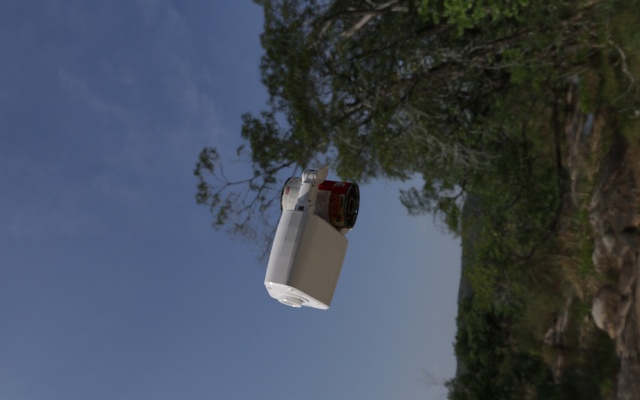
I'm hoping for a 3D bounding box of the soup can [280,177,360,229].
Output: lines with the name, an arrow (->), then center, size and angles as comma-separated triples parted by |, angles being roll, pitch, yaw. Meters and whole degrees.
soup can -> 0.000, 0.002, 0.707 | 0.102, 0.068, 0.068 | 7, 2, 21
